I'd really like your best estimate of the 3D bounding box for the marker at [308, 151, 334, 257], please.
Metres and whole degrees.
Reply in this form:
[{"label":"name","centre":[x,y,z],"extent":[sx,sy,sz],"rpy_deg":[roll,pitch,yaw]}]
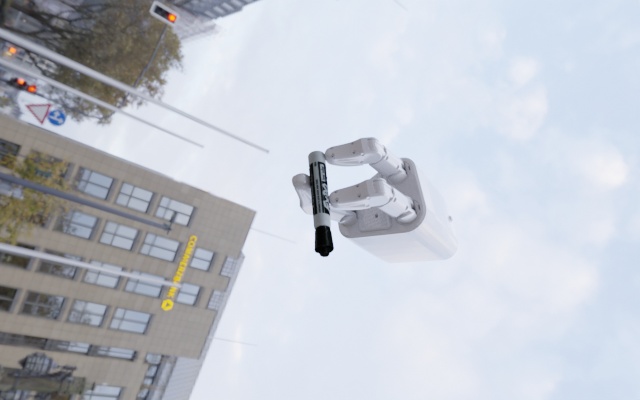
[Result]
[{"label":"marker","centre":[0.000,0.002,0.481],"extent":[0.020,0.121,0.020],"rpy_deg":[-3,-34,-2]}]
